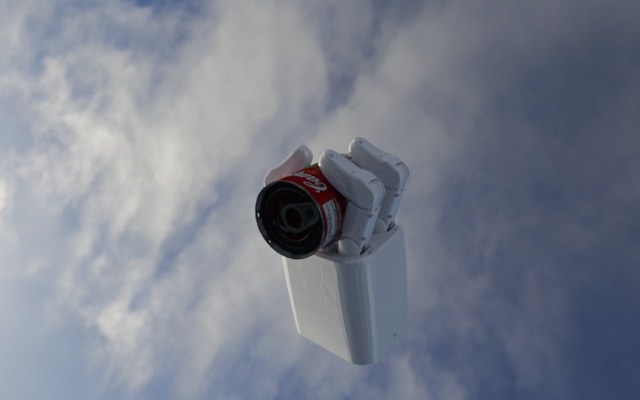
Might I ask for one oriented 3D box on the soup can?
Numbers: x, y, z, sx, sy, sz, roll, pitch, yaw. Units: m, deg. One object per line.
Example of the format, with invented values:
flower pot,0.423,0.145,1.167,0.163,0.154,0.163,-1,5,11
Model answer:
soup can,0.000,0.001,0.425,0.068,0.068,0.102,0,18,33
